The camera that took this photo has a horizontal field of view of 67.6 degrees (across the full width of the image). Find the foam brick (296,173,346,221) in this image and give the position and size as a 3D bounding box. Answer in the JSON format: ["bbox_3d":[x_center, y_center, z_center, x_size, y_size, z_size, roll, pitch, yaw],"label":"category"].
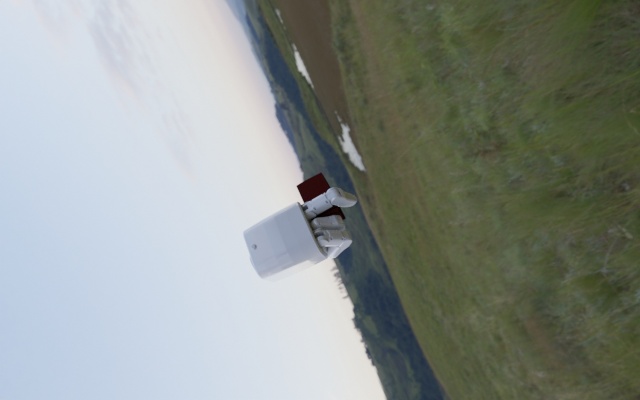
[{"bbox_3d":[0.000,0.002,0.817,0.051,0.078,0.053,-28,-33,3],"label":"foam brick"}]
